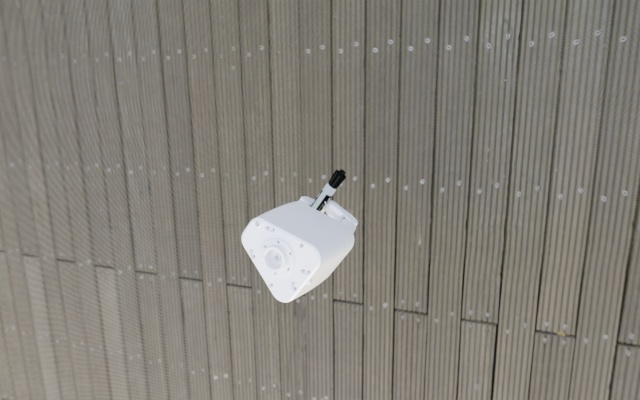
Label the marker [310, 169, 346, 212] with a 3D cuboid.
[{"bbox_3d":[0.000,0.002,0.716,0.020,0.121,0.020,30,24,-14],"label":"marker"}]
